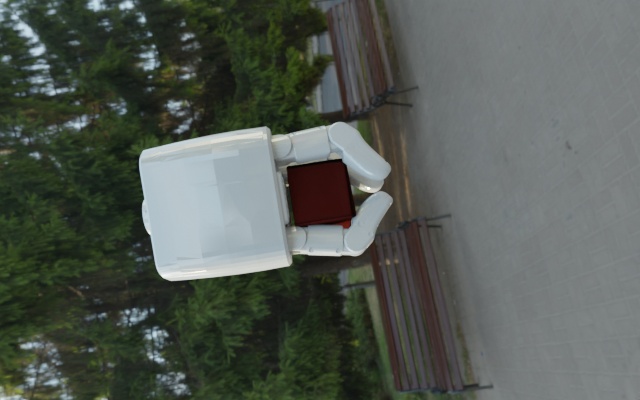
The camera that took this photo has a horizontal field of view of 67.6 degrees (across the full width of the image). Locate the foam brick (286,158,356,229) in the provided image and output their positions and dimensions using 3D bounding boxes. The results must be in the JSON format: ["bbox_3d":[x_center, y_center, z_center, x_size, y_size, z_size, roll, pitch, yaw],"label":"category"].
[{"bbox_3d":[0.000,0.002,0.428,0.051,0.053,0.078,-10,-16,-2],"label":"foam brick"}]
